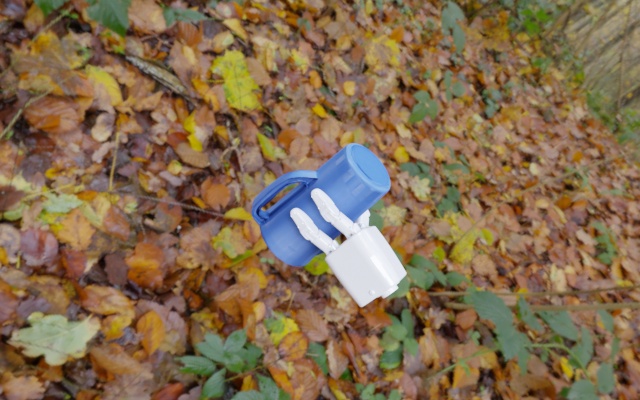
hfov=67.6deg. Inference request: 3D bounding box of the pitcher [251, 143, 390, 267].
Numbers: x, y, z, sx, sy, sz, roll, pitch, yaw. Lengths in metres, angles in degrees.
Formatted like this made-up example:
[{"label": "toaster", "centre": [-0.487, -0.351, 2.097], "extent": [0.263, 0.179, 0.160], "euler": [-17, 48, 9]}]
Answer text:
[{"label": "pitcher", "centre": [0.000, 0.003, 0.875], "extent": [0.243, 0.145, 0.149], "euler": [-41, -14, 30]}]
